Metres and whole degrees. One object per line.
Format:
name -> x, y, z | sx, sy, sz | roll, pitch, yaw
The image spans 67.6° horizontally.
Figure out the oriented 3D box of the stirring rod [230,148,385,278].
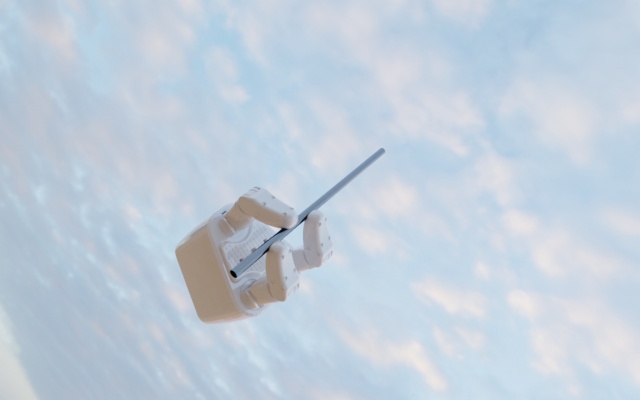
stirring rod -> 0.000, 0.002, 0.462 | 0.011, 0.011, 0.239 | 0, 29, 42
